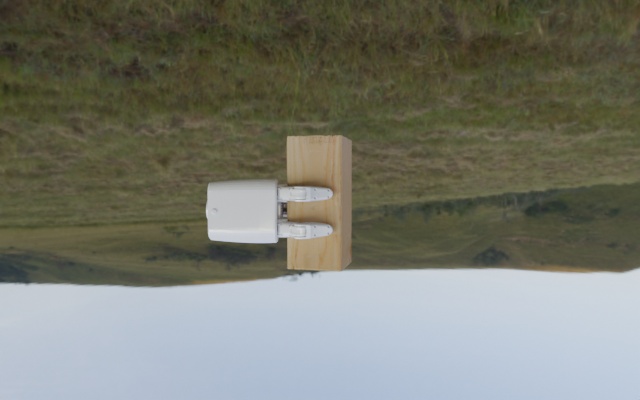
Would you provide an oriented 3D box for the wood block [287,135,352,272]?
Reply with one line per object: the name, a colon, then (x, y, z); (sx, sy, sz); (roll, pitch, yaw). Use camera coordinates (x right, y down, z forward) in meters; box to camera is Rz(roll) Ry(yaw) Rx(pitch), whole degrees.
wood block: (0.000, 0.002, 0.770); (0.090, 0.206, 0.091); (1, 3, 13)
